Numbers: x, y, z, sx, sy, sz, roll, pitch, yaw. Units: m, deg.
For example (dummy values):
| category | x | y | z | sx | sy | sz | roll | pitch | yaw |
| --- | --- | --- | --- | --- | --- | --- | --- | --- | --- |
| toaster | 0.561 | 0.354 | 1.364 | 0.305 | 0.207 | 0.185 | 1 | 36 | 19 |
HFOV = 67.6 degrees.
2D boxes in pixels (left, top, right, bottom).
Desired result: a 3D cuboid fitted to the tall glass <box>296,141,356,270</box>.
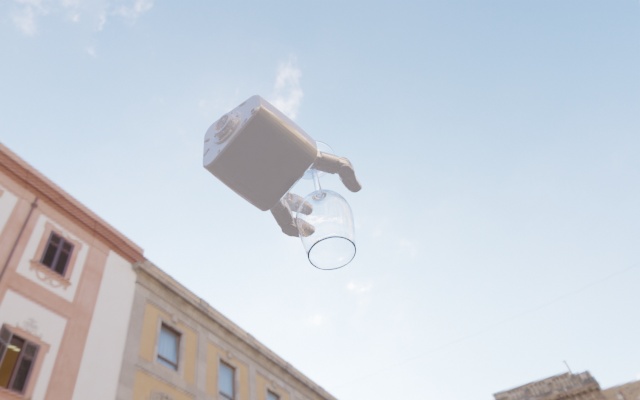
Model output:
| category | x | y | z | sx | sy | sz | roll | pitch | yaw |
| --- | --- | --- | --- | --- | --- | --- | --- | --- | --- |
| tall glass | 0.000 | 0.002 | 0.669 | 0.079 | 0.079 | 0.200 | 0 | 41 | -12 |
